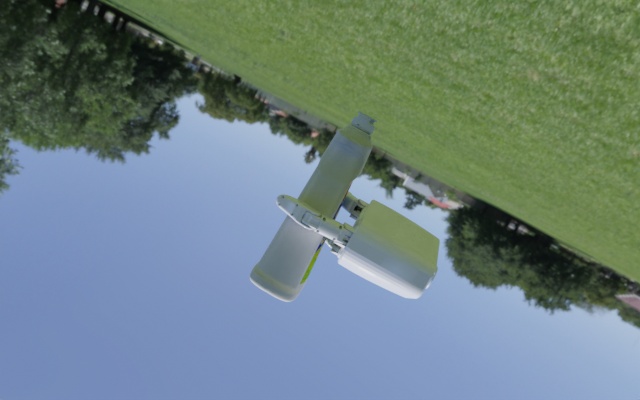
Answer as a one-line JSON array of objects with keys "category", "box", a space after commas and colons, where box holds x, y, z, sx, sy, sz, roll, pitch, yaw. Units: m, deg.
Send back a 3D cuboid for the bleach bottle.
[{"category": "bleach bottle", "box": [0.000, 0.002, 0.620, 0.068, 0.251, 0.102, 29, 8, 5]}]
